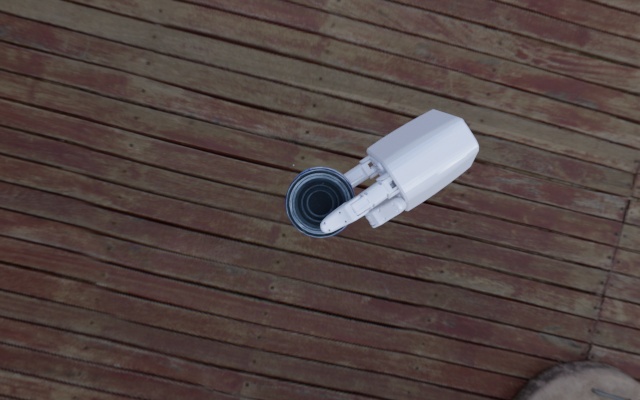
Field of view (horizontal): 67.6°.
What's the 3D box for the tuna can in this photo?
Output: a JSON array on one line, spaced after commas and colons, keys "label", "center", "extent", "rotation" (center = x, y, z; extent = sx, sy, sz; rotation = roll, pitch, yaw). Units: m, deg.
[{"label": "tuna can", "center": [0.000, 0.002, 0.583], "extent": [0.086, 0.086, 0.033], "rotation": [0, 7, 1]}]
